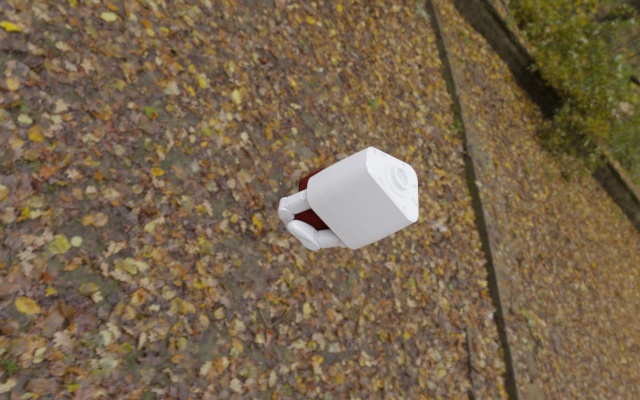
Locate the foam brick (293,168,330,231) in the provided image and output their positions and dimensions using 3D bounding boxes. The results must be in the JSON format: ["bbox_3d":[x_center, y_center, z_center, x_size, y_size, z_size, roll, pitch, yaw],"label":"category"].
[{"bbox_3d":[0.000,0.002,0.695,0.053,0.078,0.051,34,-45,-32],"label":"foam brick"}]
